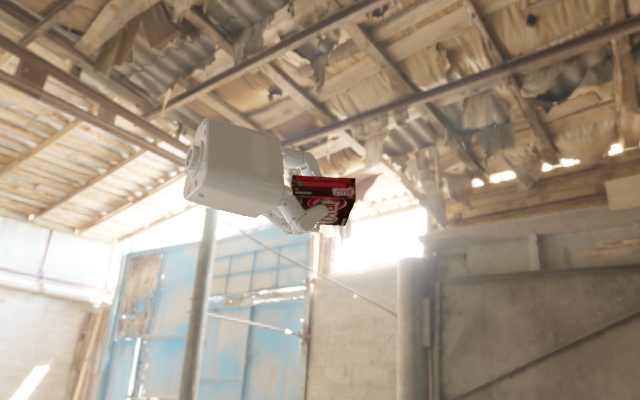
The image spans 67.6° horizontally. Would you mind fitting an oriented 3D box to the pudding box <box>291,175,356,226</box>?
[{"bbox_3d":[0.000,0.002,0.695,0.090,0.039,0.113,3,-20,-4],"label":"pudding box"}]
